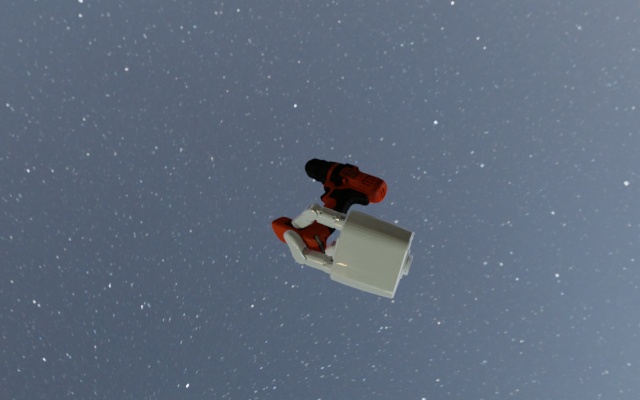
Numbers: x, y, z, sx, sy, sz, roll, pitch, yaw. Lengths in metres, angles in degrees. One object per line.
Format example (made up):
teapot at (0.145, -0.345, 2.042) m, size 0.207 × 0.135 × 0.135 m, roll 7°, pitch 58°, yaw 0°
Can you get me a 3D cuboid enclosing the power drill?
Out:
power drill at (0.000, 0.003, 0.861) m, size 0.184 × 0.187 × 0.057 m, roll 21°, pitch -32°, yaw 39°
